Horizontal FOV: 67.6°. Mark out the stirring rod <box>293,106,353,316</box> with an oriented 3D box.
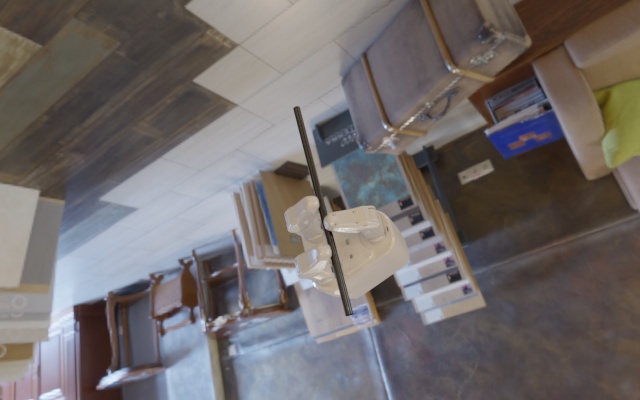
[{"bbox_3d":[0.000,0.002,0.501,0.011,0.239,0.011,-12,-23,-5],"label":"stirring rod"}]
